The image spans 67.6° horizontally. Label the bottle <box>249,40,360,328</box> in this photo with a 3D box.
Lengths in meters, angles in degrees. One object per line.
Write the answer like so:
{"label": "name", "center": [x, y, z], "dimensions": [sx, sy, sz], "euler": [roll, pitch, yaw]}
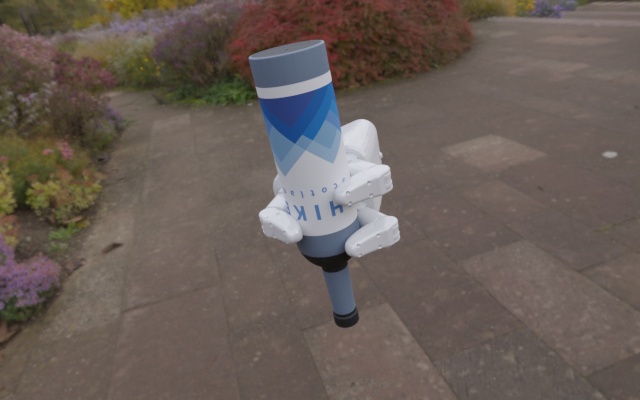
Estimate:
{"label": "bottle", "center": [0.000, 0.001, 0.468], "dimensions": [0.069, 0.296, 0.069], "euler": [-10, 24, 5]}
